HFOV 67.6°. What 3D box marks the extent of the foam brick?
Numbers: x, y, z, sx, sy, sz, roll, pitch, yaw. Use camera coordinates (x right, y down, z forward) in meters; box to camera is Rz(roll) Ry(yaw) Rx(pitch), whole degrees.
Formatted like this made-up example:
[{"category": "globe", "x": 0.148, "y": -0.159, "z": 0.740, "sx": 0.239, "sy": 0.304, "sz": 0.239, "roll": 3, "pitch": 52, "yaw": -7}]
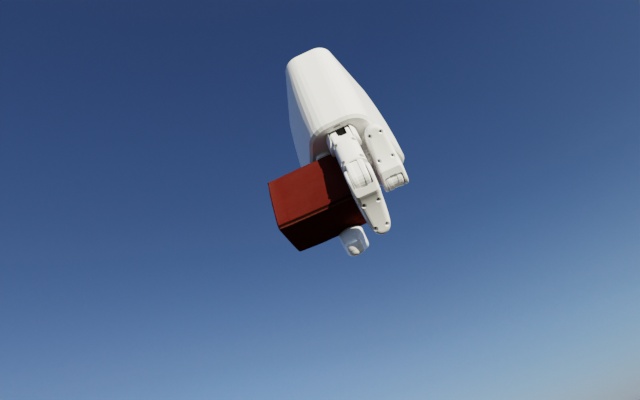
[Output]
[{"category": "foam brick", "x": 0.000, "y": 0.002, "z": 0.430, "sx": 0.078, "sy": 0.051, "sz": 0.053, "roll": -24, "pitch": -34, "yaw": 4}]
